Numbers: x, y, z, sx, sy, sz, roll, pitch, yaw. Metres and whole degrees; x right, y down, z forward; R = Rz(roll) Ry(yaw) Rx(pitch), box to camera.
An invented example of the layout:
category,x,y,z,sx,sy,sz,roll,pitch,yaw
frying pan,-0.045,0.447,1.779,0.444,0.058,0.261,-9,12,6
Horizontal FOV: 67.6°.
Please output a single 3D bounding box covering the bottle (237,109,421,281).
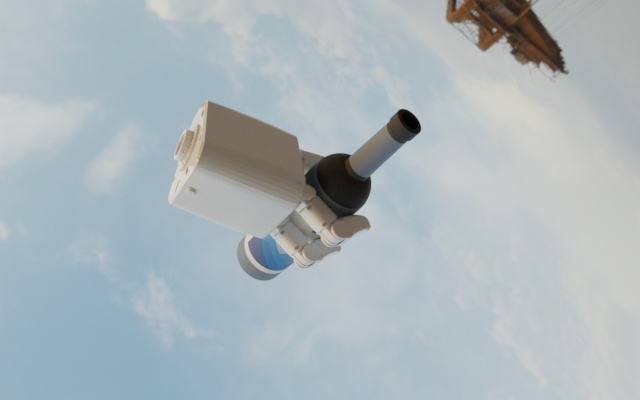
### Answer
category,x,y,z,sx,sy,sz,roll,pitch,yaw
bottle,0.000,0.002,0.523,0.069,0.069,0.296,0,-29,-38
